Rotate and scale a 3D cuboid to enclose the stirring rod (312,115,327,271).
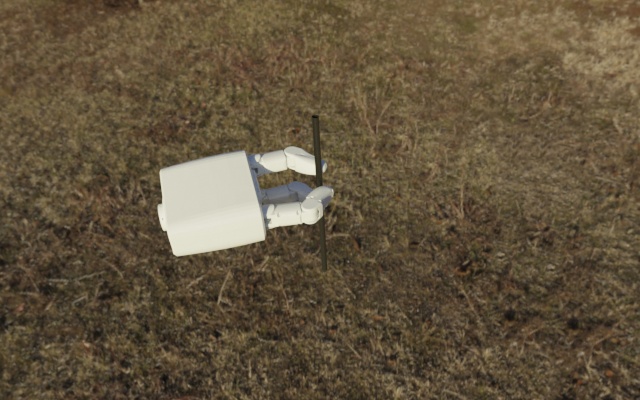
[{"bbox_3d":[0.000,0.002,0.603,0.011,0.240,0.011,-2,38,2],"label":"stirring rod"}]
